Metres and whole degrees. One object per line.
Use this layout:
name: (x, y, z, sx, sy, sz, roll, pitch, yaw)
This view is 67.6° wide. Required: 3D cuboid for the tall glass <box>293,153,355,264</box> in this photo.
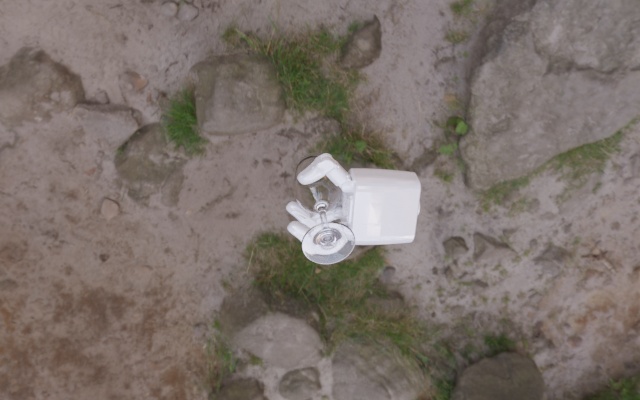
tall glass: (0.000, 0.003, 0.730, 0.079, 0.079, 0.201, 0, 35, -8)
